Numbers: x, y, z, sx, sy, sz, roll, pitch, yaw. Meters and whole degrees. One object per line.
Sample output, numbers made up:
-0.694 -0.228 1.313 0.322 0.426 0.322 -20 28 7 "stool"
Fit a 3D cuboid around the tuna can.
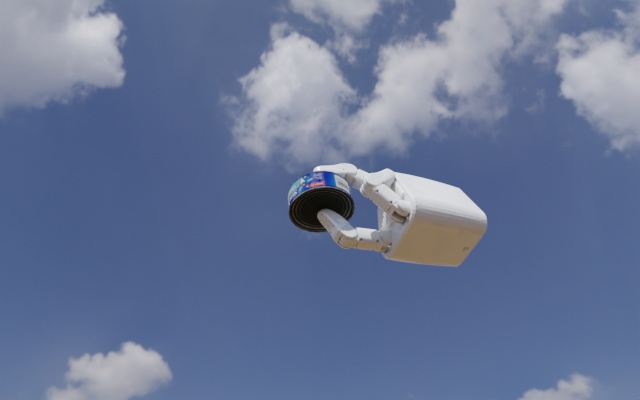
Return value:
0.000 0.002 0.625 0.086 0.033 0.086 -5 -43 -4 "tuna can"
